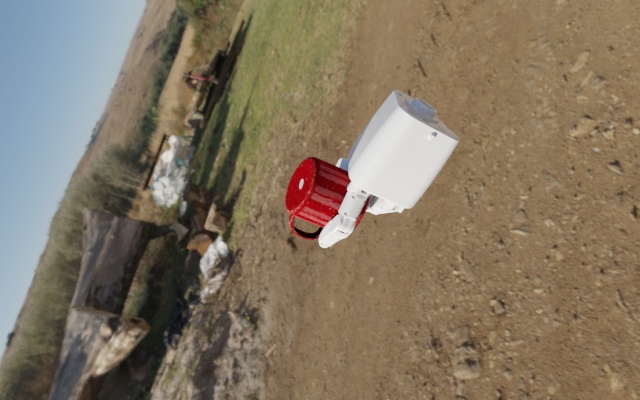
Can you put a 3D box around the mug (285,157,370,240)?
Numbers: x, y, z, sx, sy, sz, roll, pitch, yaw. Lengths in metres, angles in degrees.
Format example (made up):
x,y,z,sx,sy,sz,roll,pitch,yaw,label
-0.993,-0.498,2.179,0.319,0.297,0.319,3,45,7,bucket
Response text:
x,y,z,sx,sy,sz,roll,pitch,yaw,label
-0.001,0.003,0.639,0.081,0.117,0.093,23,24,-25,mug
